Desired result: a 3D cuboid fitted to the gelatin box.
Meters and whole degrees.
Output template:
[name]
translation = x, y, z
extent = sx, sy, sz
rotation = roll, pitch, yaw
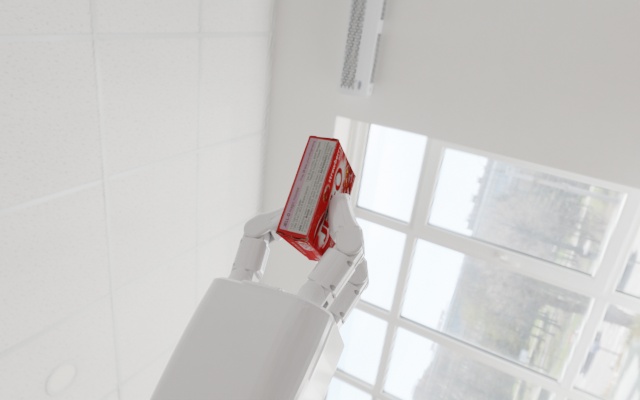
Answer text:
[gelatin box]
translation = 0.000, 0.001, 0.405
extent = 0.030, 0.089, 0.073
rotation = 11, -17, 20
